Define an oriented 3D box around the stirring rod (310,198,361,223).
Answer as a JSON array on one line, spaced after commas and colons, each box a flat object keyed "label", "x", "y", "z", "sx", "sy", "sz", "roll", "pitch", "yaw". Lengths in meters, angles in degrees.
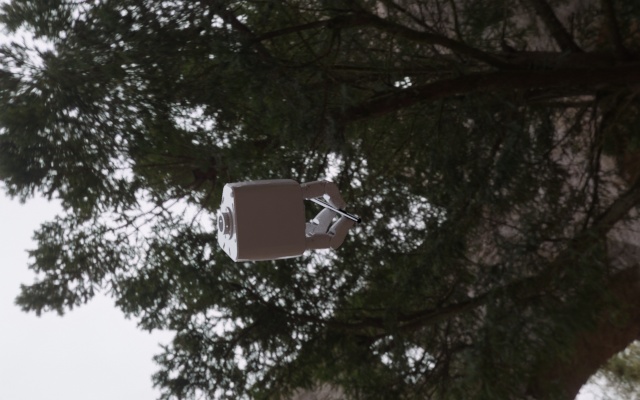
[{"label": "stirring rod", "x": 0.000, "y": 0.003, "z": 0.813, "sx": 0.011, "sy": 0.011, "sz": 0.239, "roll": 0, "pitch": 13, "yaw": -29}]
